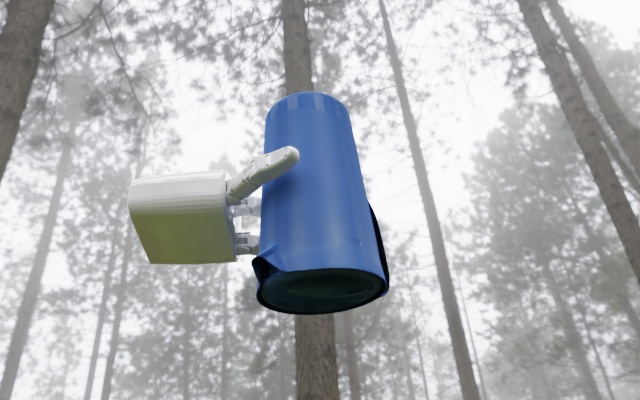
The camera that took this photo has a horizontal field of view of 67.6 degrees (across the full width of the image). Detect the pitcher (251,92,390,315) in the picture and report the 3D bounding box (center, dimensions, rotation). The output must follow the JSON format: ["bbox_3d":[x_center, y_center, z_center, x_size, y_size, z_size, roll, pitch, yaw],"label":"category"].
[{"bbox_3d":[0.000,0.002,0.550,0.145,0.242,0.149,-5,-31,1],"label":"pitcher"}]
